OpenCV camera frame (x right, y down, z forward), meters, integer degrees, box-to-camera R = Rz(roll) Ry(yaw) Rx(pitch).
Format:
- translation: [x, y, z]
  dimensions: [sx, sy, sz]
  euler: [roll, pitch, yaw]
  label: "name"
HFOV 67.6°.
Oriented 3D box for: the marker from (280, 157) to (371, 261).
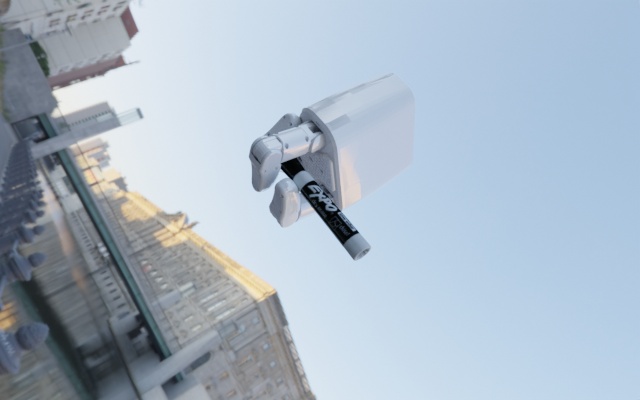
- translation: [0.000, 0.001, 0.420]
  dimensions: [0.020, 0.121, 0.020]
  euler: [-33, -23, -16]
  label: "marker"
